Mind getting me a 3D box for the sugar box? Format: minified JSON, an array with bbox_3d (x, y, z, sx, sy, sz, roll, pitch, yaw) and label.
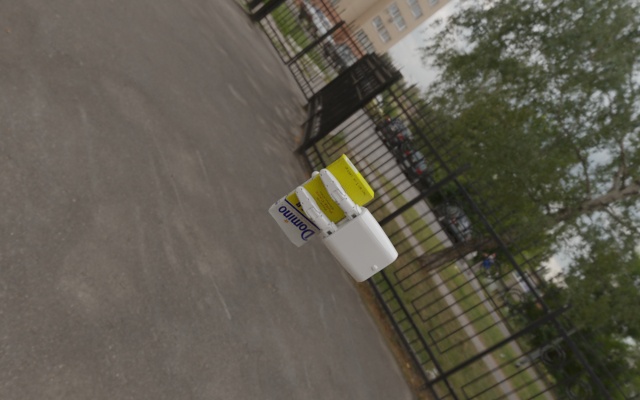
[{"bbox_3d":[0.000,0.003,0.880,0.176,0.093,0.048,-36,9,13],"label":"sugar box"}]
